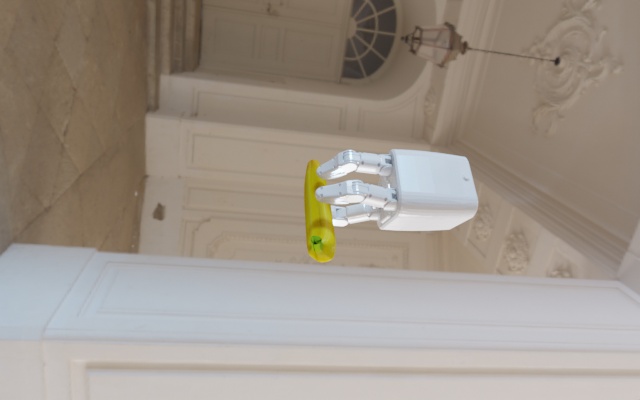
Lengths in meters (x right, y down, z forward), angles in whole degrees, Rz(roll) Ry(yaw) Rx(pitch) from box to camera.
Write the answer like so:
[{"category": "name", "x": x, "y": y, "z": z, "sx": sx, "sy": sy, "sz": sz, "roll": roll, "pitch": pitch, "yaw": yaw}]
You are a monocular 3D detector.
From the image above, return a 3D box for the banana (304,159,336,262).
[{"category": "banana", "x": -0.001, "y": 0.020, "z": 0.621, "sx": 0.037, "sy": 0.070, "sz": 0.197, "roll": 1, "pitch": 32, "yaw": -5}]
